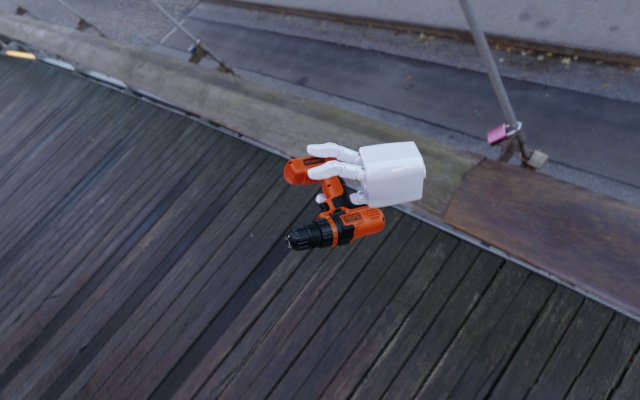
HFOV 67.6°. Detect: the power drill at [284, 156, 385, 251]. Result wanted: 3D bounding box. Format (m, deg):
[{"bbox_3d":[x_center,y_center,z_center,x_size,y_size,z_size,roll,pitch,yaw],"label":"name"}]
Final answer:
[{"bbox_3d":[0.000,0.002,0.865,0.184,0.187,0.057,-11,-37,-24],"label":"power drill"}]
